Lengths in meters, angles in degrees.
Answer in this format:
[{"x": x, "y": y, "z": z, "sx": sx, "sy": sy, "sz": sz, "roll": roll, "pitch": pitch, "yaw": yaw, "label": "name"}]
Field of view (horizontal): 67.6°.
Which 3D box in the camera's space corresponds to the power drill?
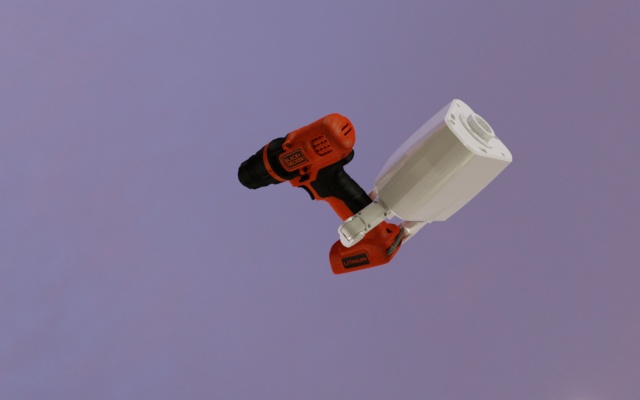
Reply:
[{"x": 0.001, "y": 0.002, "z": 0.580, "sx": 0.184, "sy": 0.188, "sz": 0.057, "roll": -19, "pitch": 23, "yaw": 44, "label": "power drill"}]
